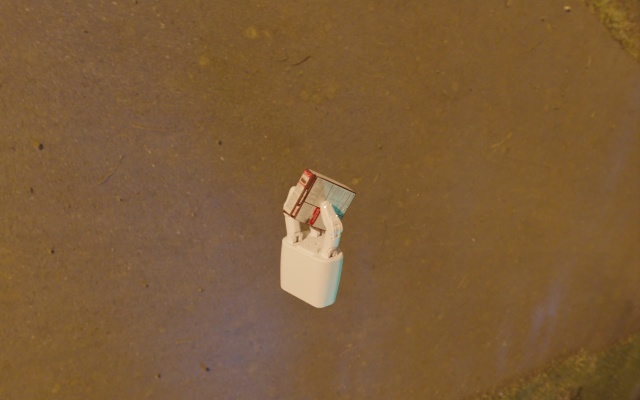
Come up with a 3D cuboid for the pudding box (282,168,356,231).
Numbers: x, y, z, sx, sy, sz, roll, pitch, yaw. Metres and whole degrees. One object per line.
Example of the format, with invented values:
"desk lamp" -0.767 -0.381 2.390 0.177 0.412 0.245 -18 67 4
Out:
"pudding box" 0.000 0.003 0.854 0.113 0.090 0.039 22 9 -46
